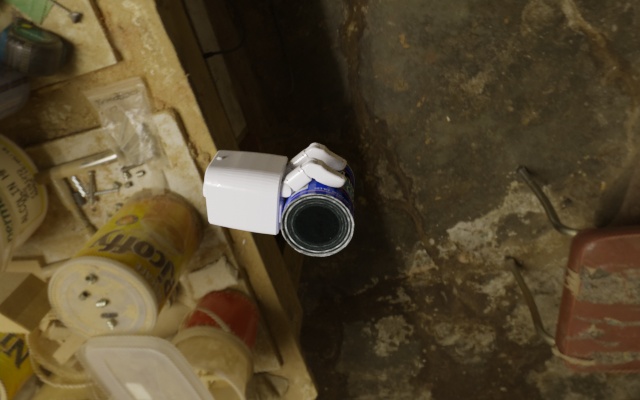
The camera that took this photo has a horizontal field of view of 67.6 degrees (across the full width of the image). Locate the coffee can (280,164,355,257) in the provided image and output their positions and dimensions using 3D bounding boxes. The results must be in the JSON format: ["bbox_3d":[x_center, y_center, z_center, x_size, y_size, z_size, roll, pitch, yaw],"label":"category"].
[{"bbox_3d":[0.000,0.002,0.718,0.103,0.103,0.140,0,28,4],"label":"coffee can"}]
